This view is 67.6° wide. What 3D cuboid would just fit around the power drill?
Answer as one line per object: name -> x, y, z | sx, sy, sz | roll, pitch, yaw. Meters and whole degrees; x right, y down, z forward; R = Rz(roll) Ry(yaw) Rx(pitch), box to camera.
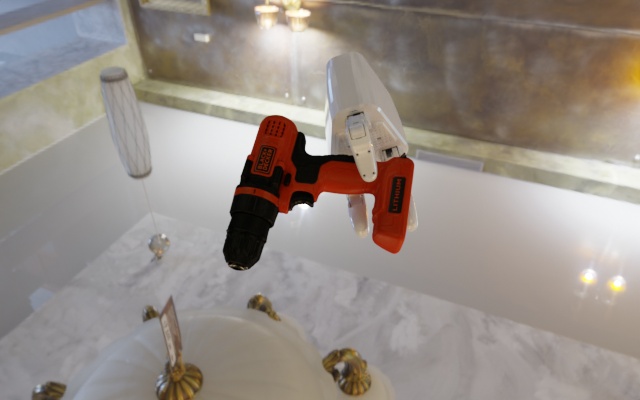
power drill -> 0.001, 0.002, 0.518 | 0.187, 0.184, 0.057 | 12, -22, 2
